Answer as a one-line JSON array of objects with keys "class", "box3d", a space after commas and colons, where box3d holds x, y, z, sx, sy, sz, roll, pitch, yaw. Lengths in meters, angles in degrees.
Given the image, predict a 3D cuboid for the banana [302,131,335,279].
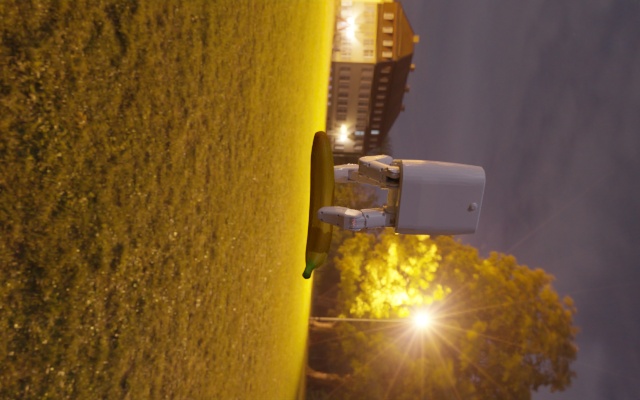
[{"class": "banana", "box3d": [0.001, 0.006, 0.657, 0.037, 0.198, 0.069, 3, -3, 3]}]
